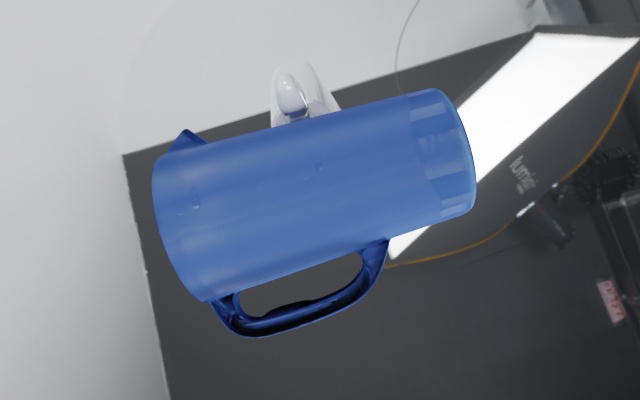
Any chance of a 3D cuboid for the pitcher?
[{"bbox_3d":[0.000,0.001,0.402,0.243,0.149,0.145,-16,37,4],"label":"pitcher"}]
